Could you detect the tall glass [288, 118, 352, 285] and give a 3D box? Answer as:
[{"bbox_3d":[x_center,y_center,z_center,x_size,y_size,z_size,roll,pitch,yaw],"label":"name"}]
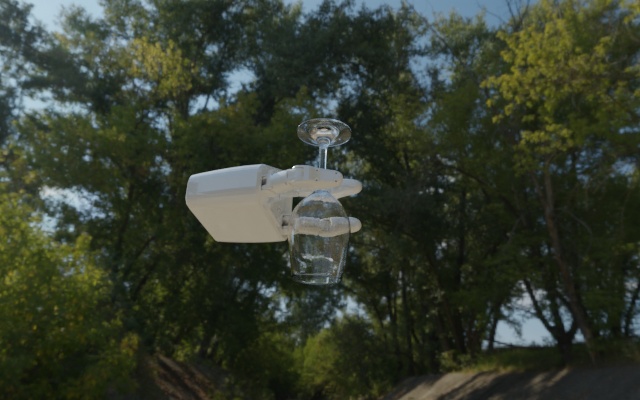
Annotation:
[{"bbox_3d":[0.000,0.001,0.604,0.079,0.201,0.079,2,-21,1],"label":"tall glass"}]
